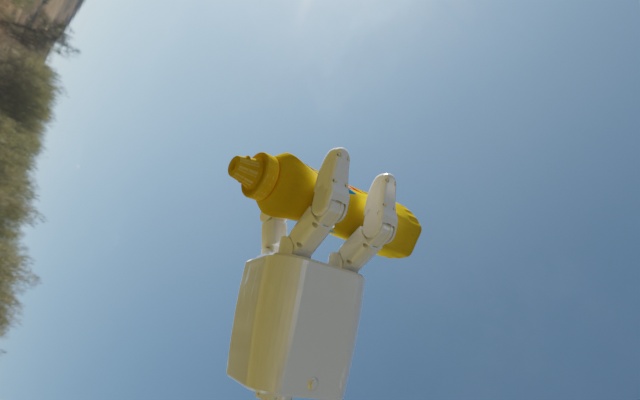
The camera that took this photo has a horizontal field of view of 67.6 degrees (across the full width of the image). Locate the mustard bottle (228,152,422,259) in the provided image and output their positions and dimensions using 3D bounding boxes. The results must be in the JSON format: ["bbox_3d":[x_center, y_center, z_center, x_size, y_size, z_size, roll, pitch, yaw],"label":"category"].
[{"bbox_3d":[0.000,0.001,0.446,0.192,0.058,0.096,22,5,-35],"label":"mustard bottle"}]
